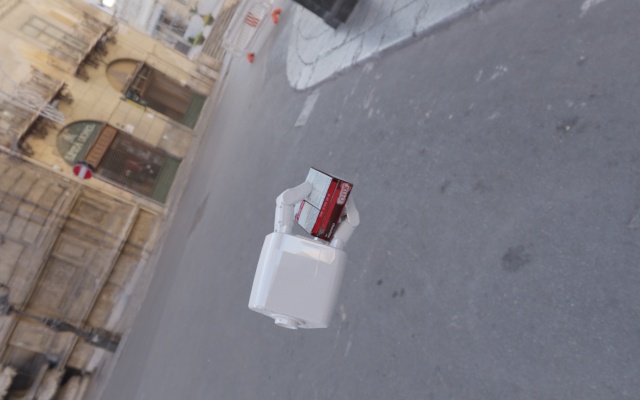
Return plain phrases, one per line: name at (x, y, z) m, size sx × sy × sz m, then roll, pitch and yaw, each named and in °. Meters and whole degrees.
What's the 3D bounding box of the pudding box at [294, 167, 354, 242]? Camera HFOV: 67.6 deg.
pudding box at (0.000, 0.002, 0.712) m, size 0.039 × 0.090 × 0.113 m, roll 21°, pitch 5°, yaw -22°
